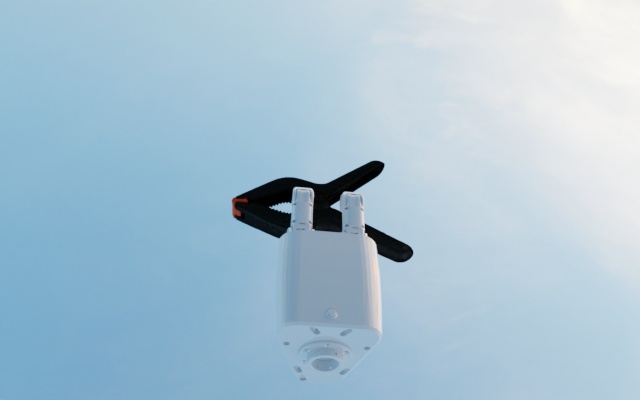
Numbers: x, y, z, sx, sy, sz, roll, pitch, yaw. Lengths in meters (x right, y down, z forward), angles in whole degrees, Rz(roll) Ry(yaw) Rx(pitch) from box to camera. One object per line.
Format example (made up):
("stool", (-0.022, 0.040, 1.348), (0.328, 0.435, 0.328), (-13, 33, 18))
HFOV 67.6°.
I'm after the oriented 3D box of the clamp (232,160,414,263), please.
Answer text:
("clamp", (-0.001, 0.003, 0.585), (0.210, 0.036, 0.164), (5, 43, -4))
